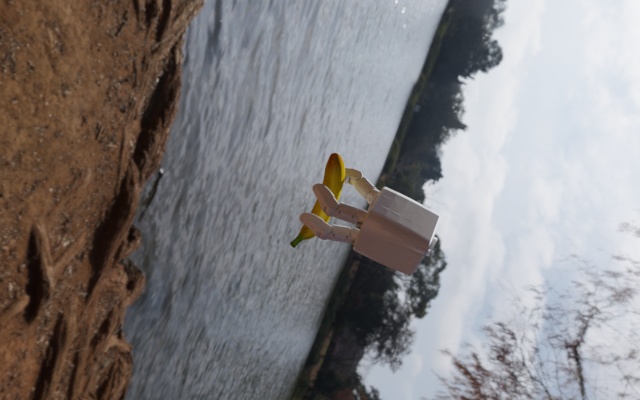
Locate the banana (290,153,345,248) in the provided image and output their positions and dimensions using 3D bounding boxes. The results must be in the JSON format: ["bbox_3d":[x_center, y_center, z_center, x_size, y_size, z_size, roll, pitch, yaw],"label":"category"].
[{"bbox_3d":[0.007,-0.001,0.817,0.037,0.198,0.069,31,30,14],"label":"banana"}]
